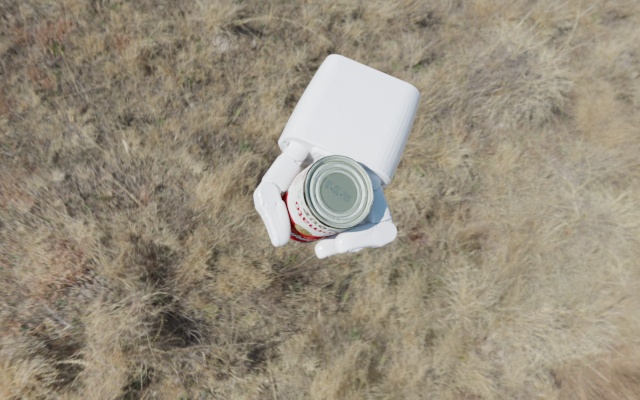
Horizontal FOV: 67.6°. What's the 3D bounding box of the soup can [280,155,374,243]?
[{"bbox_3d":[0.000,0.002,0.455,0.068,0.068,0.102,0,-11,-21],"label":"soup can"}]
